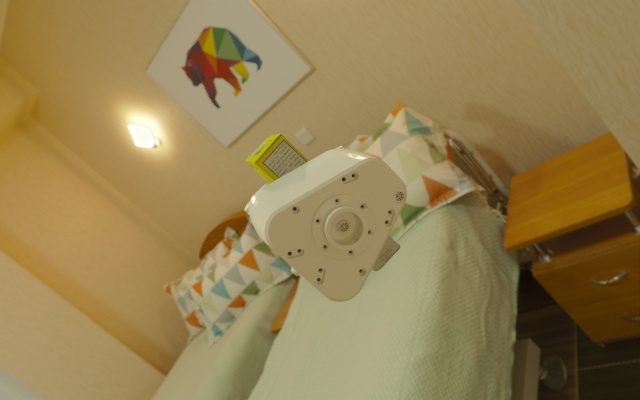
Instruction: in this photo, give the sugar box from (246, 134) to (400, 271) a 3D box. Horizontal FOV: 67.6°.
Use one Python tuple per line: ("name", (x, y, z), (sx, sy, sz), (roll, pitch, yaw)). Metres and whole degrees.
("sugar box", (0.000, 0.002, 0.525), (0.176, 0.048, 0.093), (45, -5, -14))
